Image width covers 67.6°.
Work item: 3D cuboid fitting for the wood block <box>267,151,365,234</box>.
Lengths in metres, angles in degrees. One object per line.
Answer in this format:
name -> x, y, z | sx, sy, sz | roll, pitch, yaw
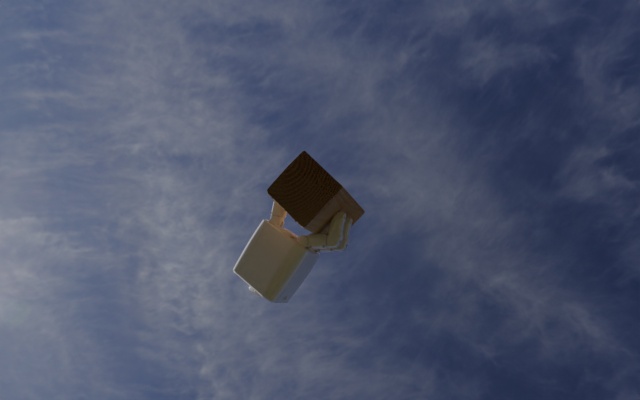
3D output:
wood block -> 0.000, 0.003, 0.824 | 0.091, 0.090, 0.206 | 43, 1, 19
